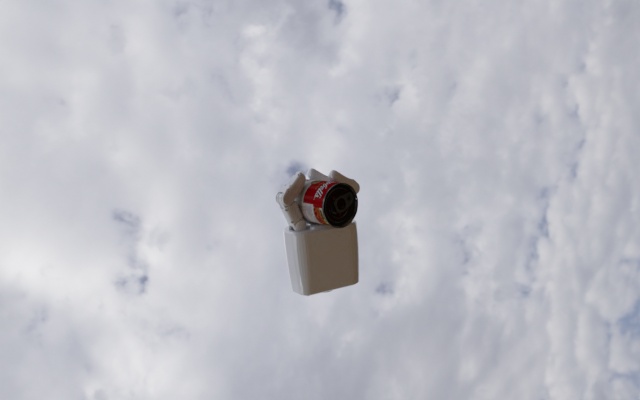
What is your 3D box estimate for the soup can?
[{"bbox_3d":[0.000,0.002,0.744,0.068,0.068,0.102,0,6,-38],"label":"soup can"}]
